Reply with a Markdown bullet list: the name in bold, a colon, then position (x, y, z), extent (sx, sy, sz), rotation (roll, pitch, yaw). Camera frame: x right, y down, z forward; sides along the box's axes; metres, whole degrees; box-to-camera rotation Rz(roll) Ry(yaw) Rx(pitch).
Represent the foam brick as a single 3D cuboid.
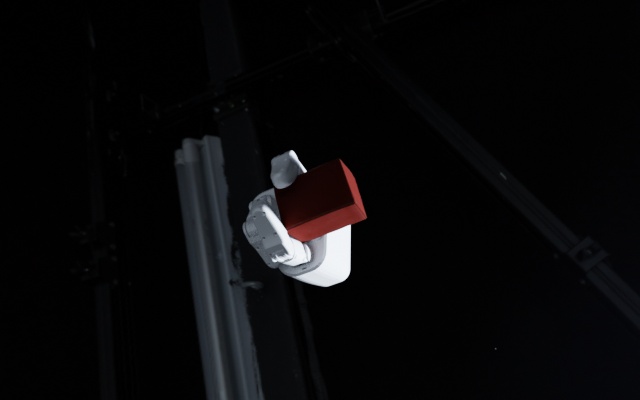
- **foam brick**: position (0.000, 0.002, 0.488), extent (0.078, 0.053, 0.051), rotation (-22, -26, 14)
